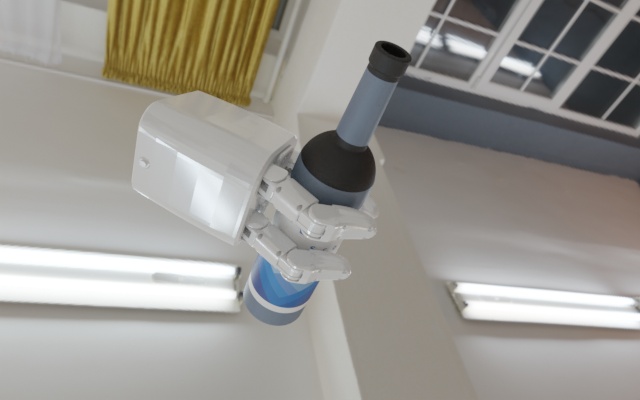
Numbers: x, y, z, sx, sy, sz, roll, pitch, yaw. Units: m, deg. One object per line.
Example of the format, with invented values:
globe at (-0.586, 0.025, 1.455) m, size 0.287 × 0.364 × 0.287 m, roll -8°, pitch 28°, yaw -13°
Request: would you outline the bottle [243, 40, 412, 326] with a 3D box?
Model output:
bottle at (0.000, 0.002, 0.417) m, size 0.069 × 0.296 × 0.069 m, roll 15°, pitch 40°, yaw -13°
